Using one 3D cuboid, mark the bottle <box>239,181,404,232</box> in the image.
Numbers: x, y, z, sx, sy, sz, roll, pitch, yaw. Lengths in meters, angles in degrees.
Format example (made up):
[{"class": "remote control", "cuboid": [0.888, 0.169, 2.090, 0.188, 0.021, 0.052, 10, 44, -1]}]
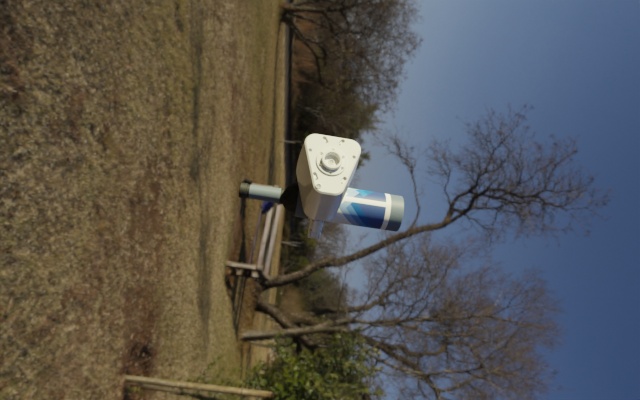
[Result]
[{"class": "bottle", "cuboid": [0.000, 0.003, 0.870, 0.296, 0.069, 0.069, 9, -1, -5]}]
